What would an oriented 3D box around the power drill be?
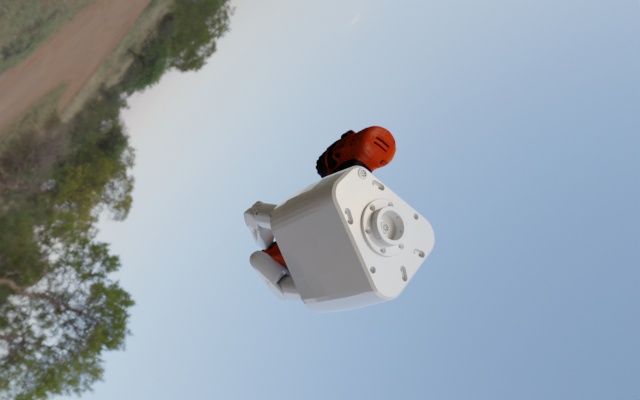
[{"bbox_3d":[0.000,0.002,0.573,0.057,0.187,0.184,34,-14,-11],"label":"power drill"}]
